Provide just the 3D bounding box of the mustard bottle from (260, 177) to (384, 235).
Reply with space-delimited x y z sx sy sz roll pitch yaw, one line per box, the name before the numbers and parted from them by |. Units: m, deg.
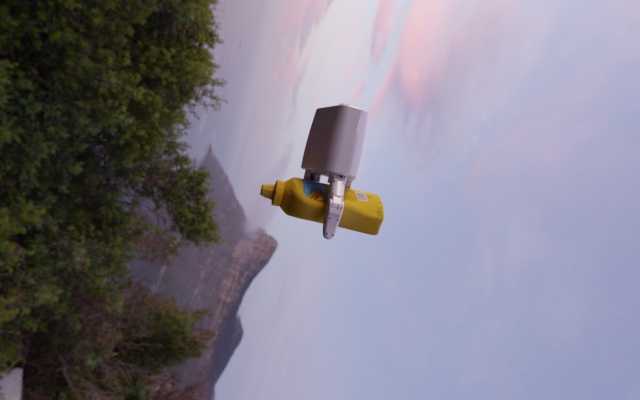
mustard bottle | 0.000 0.003 0.756 0.191 0.058 0.096 13 25 -11
